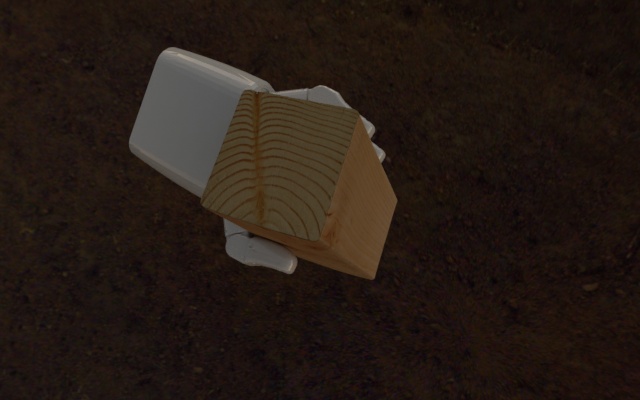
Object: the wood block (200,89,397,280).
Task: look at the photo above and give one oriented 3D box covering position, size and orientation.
[{"bbox_3d":[0.000,0.001,0.405,0.090,0.091,0.206,15,-11,20],"label":"wood block"}]
